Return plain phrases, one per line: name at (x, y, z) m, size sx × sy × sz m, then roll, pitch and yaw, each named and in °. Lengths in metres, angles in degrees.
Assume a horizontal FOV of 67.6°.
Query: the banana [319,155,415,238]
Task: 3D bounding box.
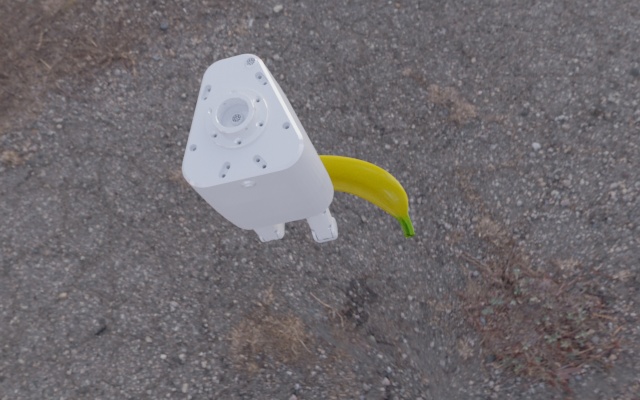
banana at (0.008, -0.015, 0.508) m, size 0.198 × 0.069 × 0.037 m, roll 12°, pitch -12°, yaw 13°
